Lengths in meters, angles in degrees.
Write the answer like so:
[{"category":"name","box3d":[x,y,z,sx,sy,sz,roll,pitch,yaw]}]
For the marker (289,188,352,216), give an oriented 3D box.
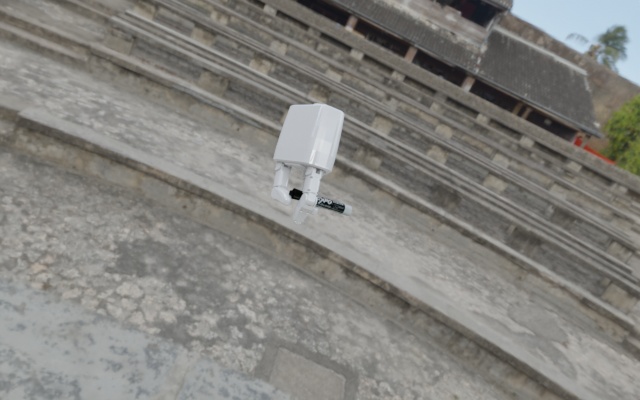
[{"category":"marker","box3d":[0.000,0.003,0.820,0.121,0.020,0.020,17,-8,-28]}]
